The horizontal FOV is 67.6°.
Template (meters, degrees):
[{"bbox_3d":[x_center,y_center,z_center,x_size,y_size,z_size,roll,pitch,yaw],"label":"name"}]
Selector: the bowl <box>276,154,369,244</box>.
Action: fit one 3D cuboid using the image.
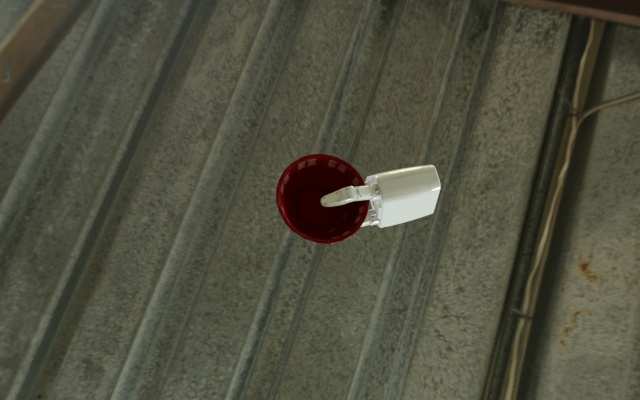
[{"bbox_3d":[-0.001,0.003,0.834,0.162,0.162,0.055,0,-18,-12],"label":"bowl"}]
